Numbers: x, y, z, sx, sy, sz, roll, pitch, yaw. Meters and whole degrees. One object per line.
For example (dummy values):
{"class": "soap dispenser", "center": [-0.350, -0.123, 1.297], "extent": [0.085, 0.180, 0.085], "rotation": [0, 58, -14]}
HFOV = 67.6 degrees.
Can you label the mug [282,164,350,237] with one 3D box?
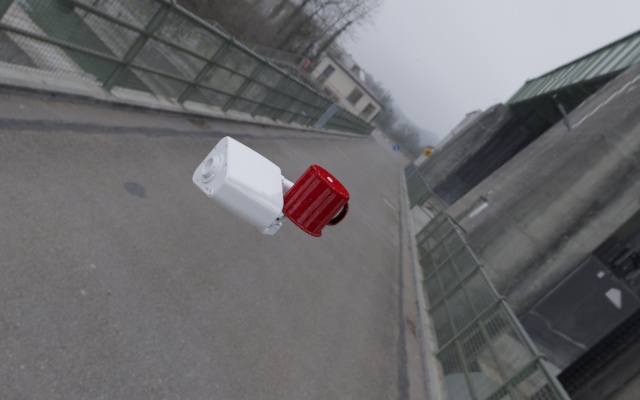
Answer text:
{"class": "mug", "center": [0.001, 0.003, 0.764], "extent": [0.117, 0.081, 0.093], "rotation": [32, 16, -37]}
